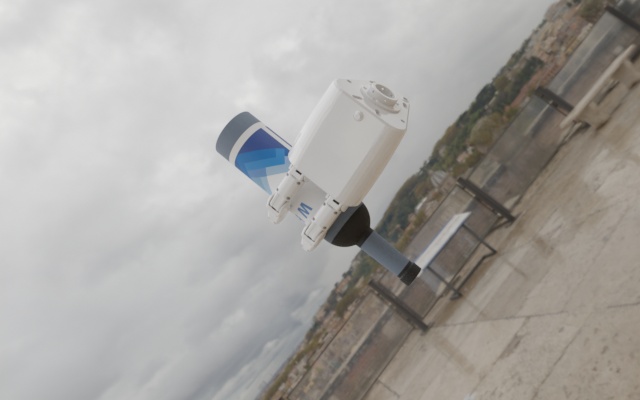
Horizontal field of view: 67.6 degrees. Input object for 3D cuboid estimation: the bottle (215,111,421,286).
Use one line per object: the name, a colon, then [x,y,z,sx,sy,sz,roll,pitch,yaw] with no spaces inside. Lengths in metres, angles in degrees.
bottle: [0.000,0.002,0.598,0.295,0.069,0.069,39,7,9]
